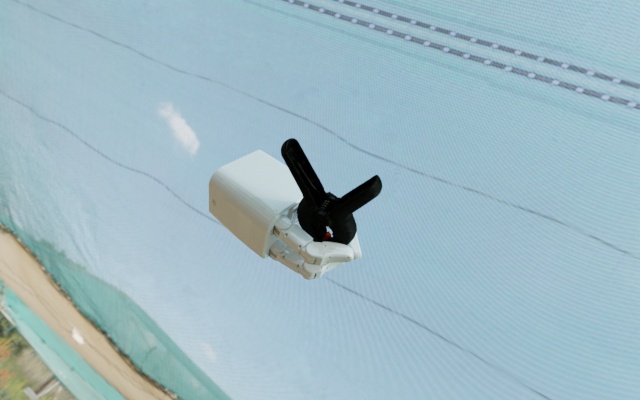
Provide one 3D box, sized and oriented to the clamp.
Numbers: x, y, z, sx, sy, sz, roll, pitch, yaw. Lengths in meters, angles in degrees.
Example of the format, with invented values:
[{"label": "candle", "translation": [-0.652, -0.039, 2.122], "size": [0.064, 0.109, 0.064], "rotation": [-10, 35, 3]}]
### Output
[{"label": "clamp", "translation": [0.001, 0.002, 0.565], "size": [0.120, 0.172, 0.039], "rotation": [36, 54, 14]}]
